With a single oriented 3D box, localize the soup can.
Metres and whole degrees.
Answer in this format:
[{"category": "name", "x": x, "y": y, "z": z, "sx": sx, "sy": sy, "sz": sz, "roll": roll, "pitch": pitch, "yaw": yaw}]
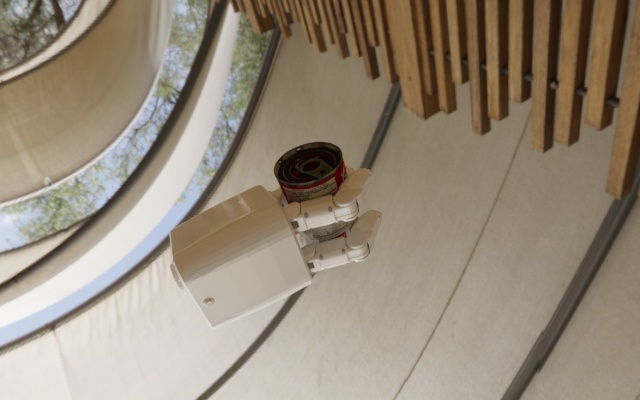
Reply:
[{"category": "soup can", "x": 0.001, "y": 0.002, "z": 0.484, "sx": 0.068, "sy": 0.102, "sz": 0.068, "roll": -11, "pitch": 38, "yaw": 9}]
